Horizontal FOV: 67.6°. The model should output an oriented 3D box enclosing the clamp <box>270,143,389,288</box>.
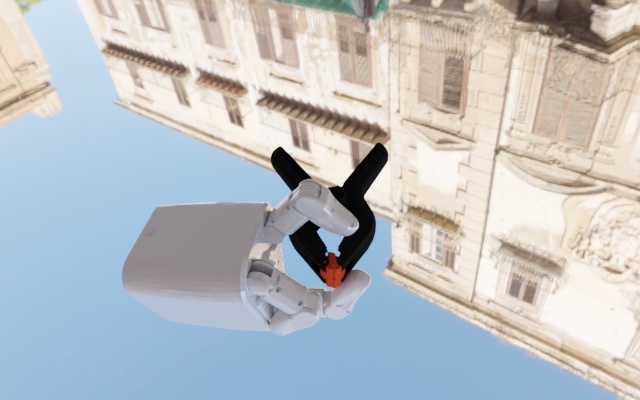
[{"bbox_3d":[0.000,0.002,0.449,0.120,0.039,0.171,0,43,12],"label":"clamp"}]
